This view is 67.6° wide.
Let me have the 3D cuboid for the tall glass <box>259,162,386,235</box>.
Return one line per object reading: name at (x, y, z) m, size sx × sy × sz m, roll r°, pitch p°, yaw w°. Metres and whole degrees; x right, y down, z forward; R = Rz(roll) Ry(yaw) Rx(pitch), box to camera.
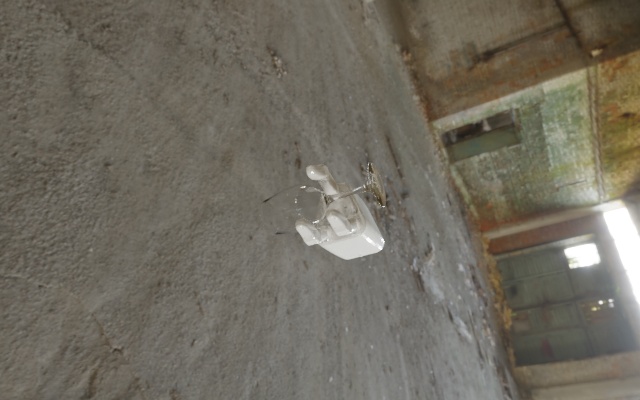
tall glass at (0.001, 0.002, 0.780) m, size 0.201 × 0.079 × 0.079 m, roll -17°, pitch -6°, yaw 21°
